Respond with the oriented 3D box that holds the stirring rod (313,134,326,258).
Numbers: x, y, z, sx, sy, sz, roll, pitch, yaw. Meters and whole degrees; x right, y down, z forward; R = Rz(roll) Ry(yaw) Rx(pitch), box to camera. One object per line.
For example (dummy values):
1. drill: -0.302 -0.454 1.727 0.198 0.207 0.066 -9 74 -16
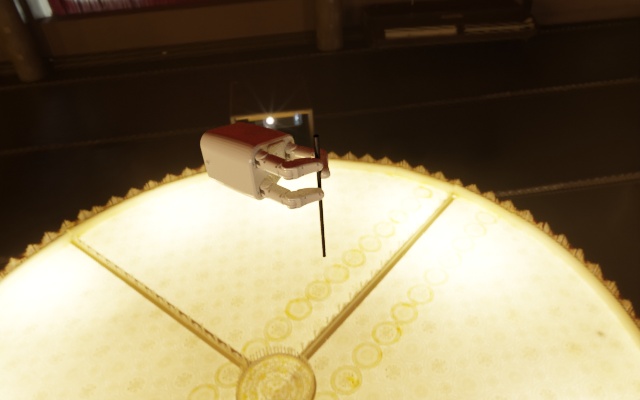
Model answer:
1. stirring rod: 0.000 0.002 0.744 0.011 0.240 0.011 -2 40 2
